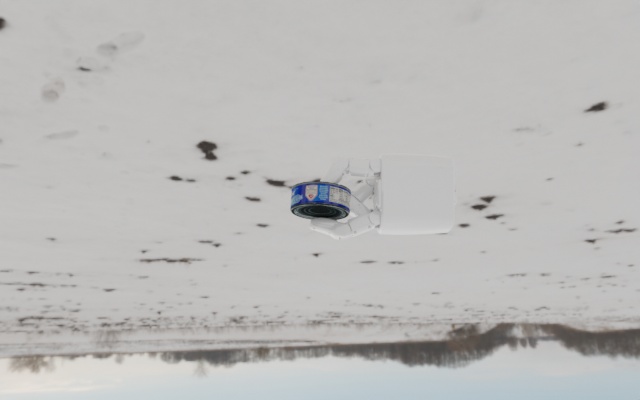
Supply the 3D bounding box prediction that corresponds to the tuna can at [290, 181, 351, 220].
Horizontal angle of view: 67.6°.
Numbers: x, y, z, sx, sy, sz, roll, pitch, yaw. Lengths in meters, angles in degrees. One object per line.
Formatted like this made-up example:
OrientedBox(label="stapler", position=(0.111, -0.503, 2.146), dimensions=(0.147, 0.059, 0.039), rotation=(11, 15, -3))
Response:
OrientedBox(label="tuna can", position=(0.000, 0.003, 0.676), dimensions=(0.086, 0.033, 0.086), rotation=(3, -17, 1))
